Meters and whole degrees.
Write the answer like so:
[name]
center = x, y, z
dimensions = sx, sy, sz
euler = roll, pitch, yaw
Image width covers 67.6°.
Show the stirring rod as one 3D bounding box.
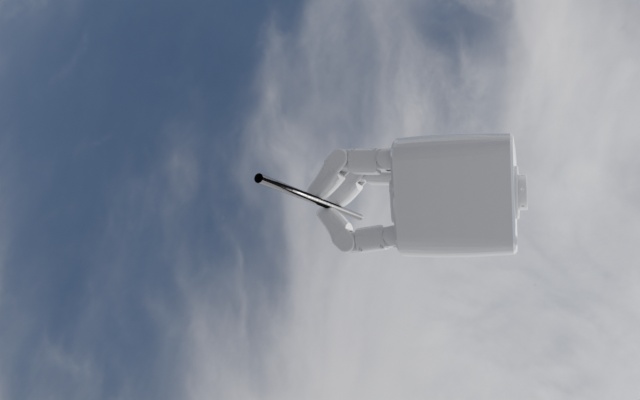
[stirring rod]
center = 0.000, 0.002, 0.483
dimensions = 0.011, 0.011, 0.239
euler = 0, -9, 24
